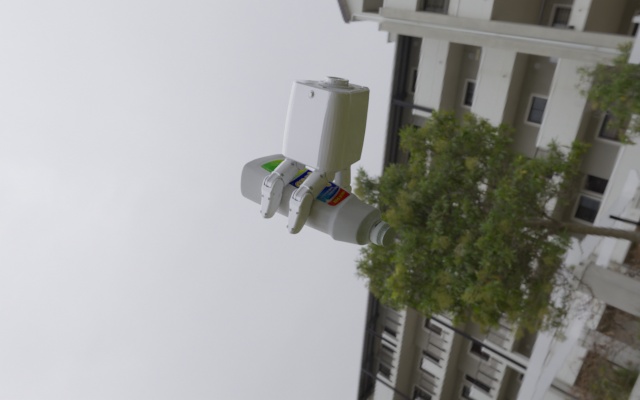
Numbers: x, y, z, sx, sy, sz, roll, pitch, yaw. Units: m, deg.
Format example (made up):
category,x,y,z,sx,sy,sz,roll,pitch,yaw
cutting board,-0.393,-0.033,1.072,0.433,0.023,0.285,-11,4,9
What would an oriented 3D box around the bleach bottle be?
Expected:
category,x,y,z,sx,sy,sz,roll,pitch,yaw
bleach bottle,0.000,0.002,0.684,0.250,0.068,0.102,24,28,36
